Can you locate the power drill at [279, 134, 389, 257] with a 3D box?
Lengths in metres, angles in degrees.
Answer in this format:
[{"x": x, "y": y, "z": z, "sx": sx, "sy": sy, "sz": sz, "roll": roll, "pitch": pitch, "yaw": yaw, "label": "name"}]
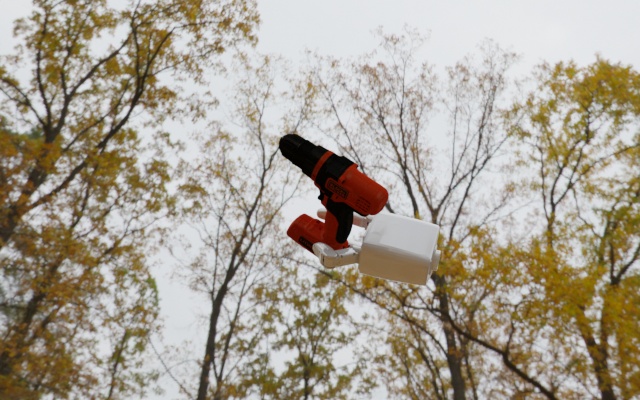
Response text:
[{"x": 0.000, "y": 0.003, "z": 0.746, "sx": 0.184, "sy": 0.188, "sz": 0.057, "roll": 35, "pitch": 50, "yaw": 14, "label": "power drill"}]
